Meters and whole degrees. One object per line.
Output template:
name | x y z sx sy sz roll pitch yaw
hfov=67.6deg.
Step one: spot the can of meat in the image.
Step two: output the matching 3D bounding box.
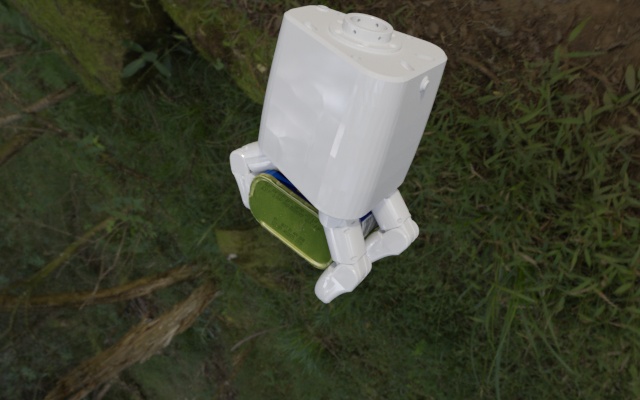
can of meat | 0.000 0.001 0.416 0.102 0.057 0.084 35 41 19
